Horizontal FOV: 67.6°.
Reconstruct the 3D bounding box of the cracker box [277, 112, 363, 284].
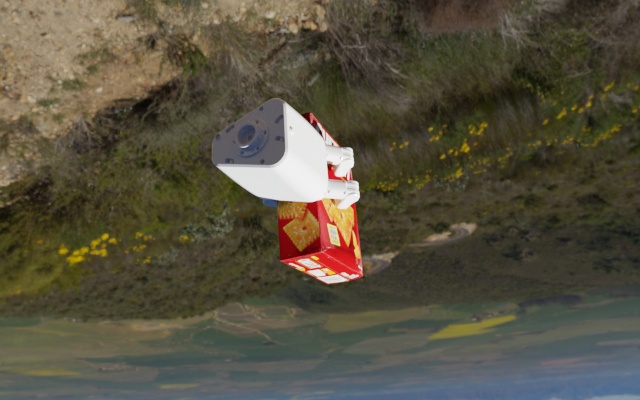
[{"bbox_3d":[0.000,0.003,0.716,0.072,0.213,0.164,-13,-25,20],"label":"cracker box"}]
